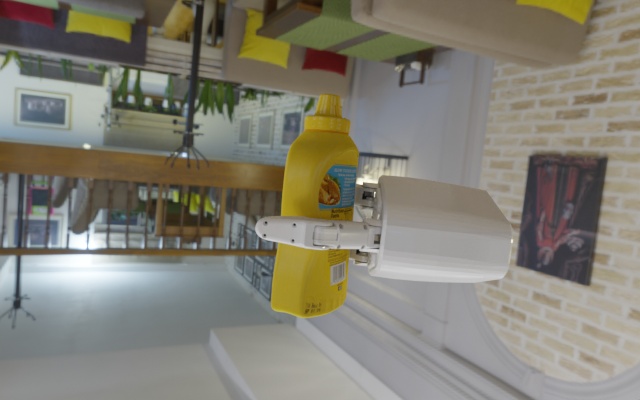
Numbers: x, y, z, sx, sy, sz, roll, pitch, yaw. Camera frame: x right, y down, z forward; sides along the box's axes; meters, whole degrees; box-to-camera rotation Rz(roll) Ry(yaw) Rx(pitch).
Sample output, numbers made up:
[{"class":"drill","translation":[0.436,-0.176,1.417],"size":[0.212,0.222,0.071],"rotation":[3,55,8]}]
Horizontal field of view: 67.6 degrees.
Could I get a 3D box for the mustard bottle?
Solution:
[{"class":"mustard bottle","translation":[0.000,0.002,0.432],"size":[0.058,0.191,0.096],"rotation":[8,6,27]}]
